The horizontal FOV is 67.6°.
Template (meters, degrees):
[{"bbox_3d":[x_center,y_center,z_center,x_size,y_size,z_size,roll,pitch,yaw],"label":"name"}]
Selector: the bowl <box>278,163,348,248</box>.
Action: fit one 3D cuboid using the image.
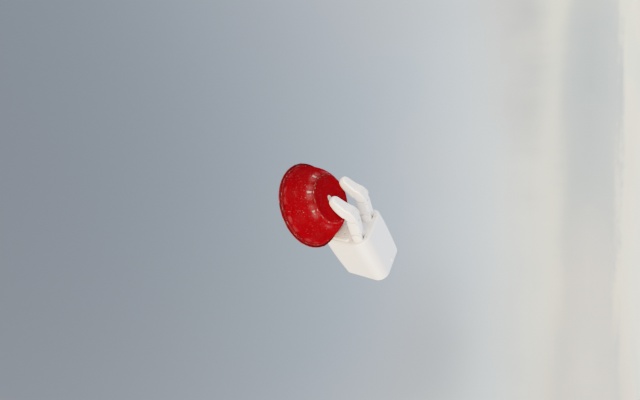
[{"bbox_3d":[0.000,0.002,0.873,0.055,0.162,0.162,-17,-11,41],"label":"bowl"}]
